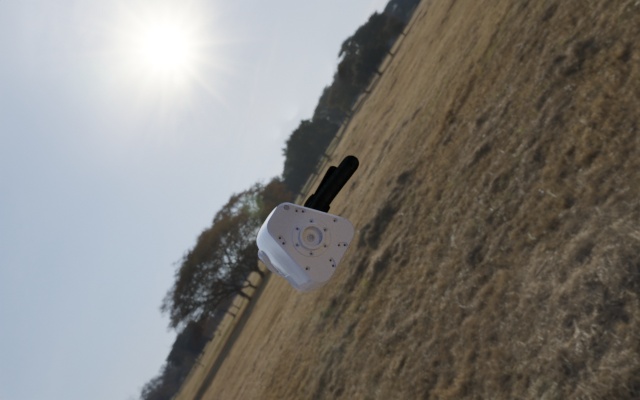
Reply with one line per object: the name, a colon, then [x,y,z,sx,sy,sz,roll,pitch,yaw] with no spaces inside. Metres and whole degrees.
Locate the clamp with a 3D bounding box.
clamp: [-0.001,0.002,0.728,0.039,0.171,0.120,31,-19,-3]
